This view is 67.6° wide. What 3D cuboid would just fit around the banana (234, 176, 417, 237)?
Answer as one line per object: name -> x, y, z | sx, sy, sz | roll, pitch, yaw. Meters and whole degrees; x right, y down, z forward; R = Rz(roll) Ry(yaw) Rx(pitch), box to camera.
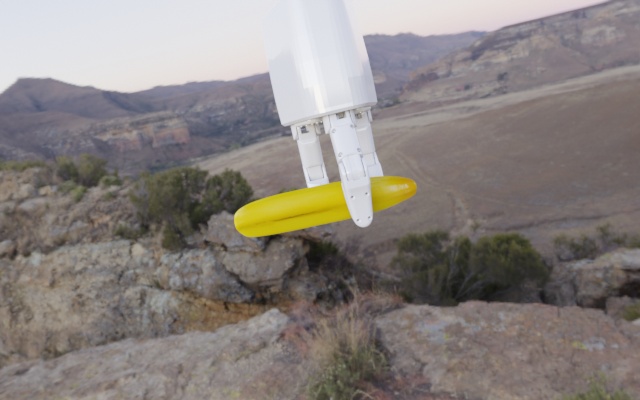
banana -> -0.010, 0.005, 0.458 | 0.198, 0.037, 0.069 | -12, 5, 22
